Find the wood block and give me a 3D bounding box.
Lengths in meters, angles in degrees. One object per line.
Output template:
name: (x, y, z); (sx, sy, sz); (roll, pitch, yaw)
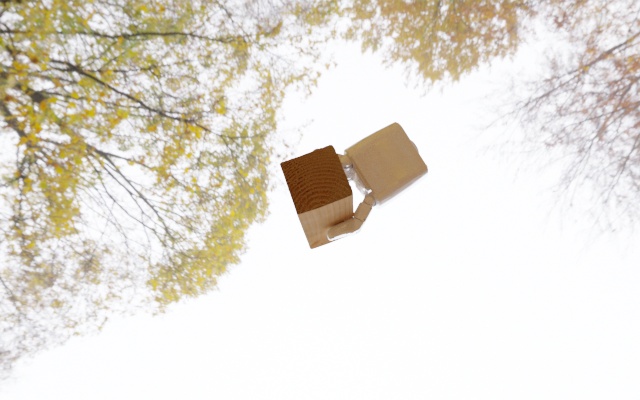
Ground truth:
wood block: (0.001, 0.003, 0.800); (0.090, 0.090, 0.206); (-20, -21, -3)
